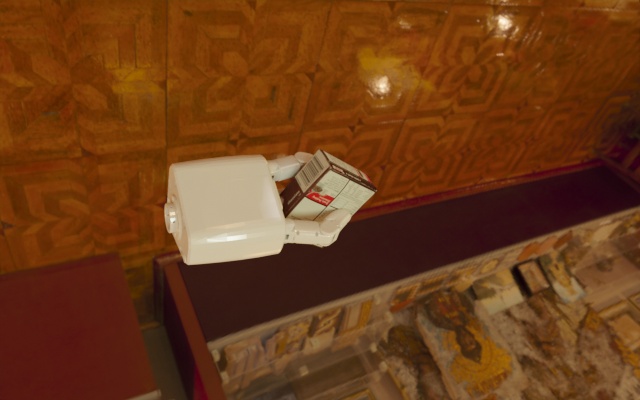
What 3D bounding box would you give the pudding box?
[{"bbox_3d":[0.000,0.002,0.589,0.090,0.039,0.113,23,-60,-42],"label":"pudding box"}]
